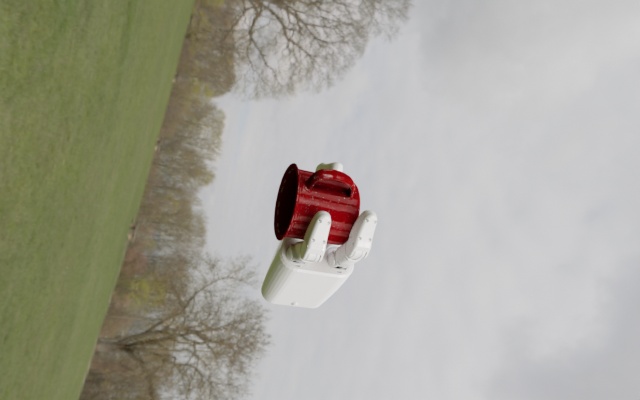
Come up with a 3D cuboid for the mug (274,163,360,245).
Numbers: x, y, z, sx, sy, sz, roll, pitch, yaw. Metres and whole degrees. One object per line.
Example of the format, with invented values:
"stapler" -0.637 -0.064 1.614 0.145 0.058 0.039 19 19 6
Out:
"mug" 0.001 0.001 0.565 0.081 0.093 0.117 11 -39 -19
